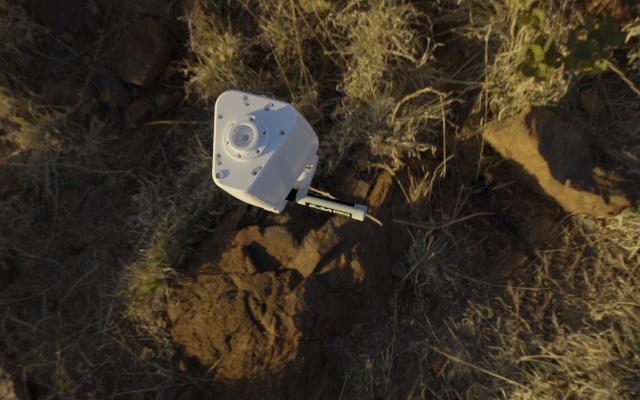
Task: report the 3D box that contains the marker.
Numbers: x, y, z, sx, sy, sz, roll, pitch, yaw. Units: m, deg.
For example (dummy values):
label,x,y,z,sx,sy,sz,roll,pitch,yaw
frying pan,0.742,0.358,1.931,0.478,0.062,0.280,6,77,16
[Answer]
label,x,y,z,sx,sy,sz,roll,pitch,yaw
marker,0.000,0.002,0.624,0.121,0.020,0.020,15,3,11
